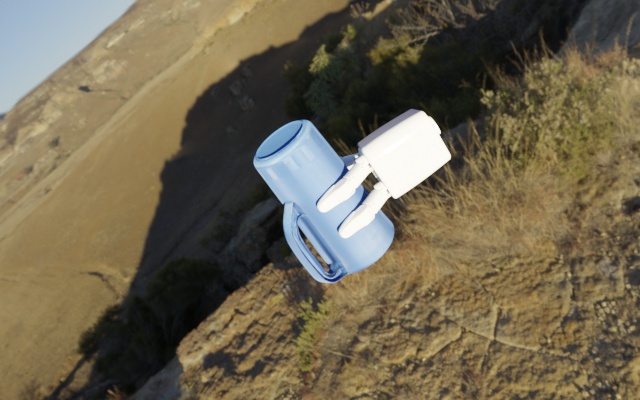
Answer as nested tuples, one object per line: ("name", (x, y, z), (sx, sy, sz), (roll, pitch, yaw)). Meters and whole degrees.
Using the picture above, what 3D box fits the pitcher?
("pitcher", (0.000, 0.002, 0.757), (0.145, 0.243, 0.149), (-34, 27, 9))
